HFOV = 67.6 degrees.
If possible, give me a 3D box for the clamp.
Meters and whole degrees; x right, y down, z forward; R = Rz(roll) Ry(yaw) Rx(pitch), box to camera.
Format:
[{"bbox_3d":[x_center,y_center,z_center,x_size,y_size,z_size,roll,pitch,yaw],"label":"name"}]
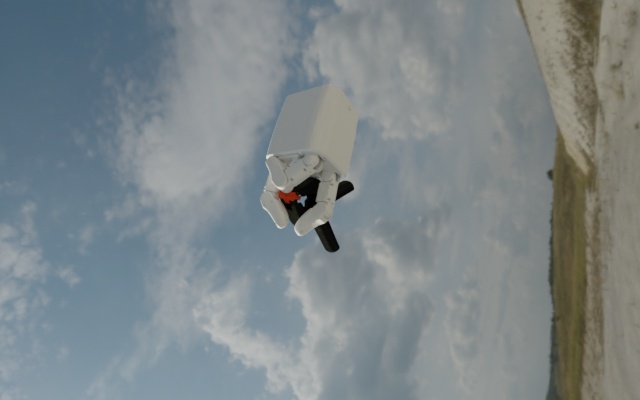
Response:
[{"bbox_3d":[-0.001,0.002,0.733,0.039,0.120,0.171,5,-19,29],"label":"clamp"}]
